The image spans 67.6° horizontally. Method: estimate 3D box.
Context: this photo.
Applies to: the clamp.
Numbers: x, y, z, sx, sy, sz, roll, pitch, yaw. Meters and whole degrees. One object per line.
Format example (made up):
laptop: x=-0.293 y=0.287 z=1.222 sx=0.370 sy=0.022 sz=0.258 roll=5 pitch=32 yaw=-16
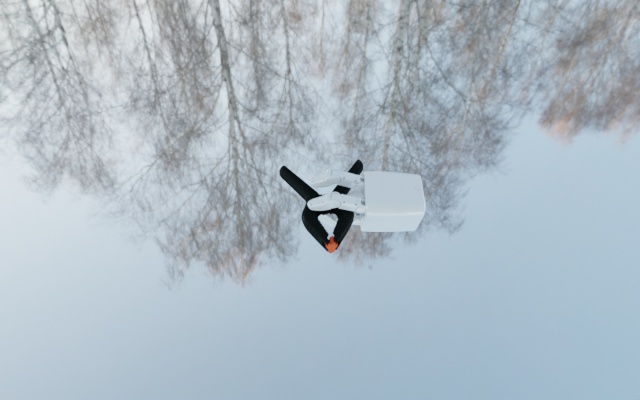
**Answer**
clamp: x=0.000 y=0.004 z=0.886 sx=0.164 sy=0.209 sz=0.036 roll=0 pitch=-40 yaw=2
